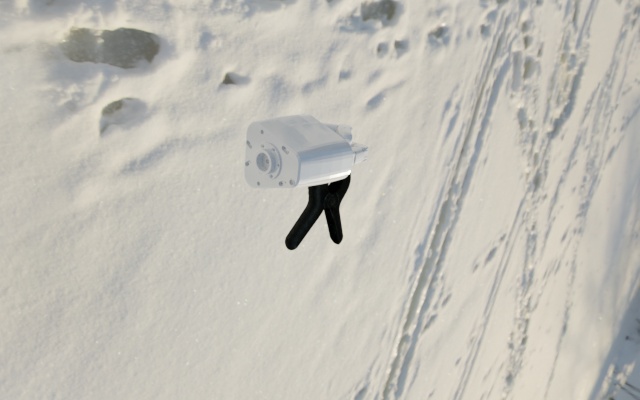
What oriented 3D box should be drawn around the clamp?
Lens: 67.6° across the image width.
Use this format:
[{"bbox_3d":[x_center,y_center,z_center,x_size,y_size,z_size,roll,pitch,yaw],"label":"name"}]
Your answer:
[{"bbox_3d":[0.001,0.002,0.744,0.039,0.171,0.120,22,25,36],"label":"clamp"}]
